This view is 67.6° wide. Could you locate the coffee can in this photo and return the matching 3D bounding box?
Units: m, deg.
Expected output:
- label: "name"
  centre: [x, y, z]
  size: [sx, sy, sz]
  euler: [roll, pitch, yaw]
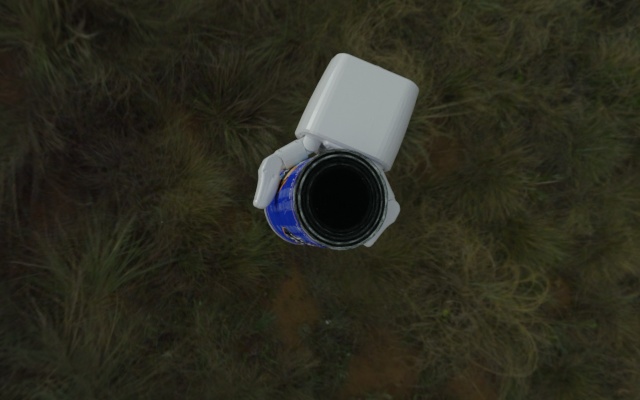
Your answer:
- label: "coffee can"
  centre: [0.000, 0.002, 0.542]
  size: [0.103, 0.103, 0.140]
  euler: [0, -3, -18]
